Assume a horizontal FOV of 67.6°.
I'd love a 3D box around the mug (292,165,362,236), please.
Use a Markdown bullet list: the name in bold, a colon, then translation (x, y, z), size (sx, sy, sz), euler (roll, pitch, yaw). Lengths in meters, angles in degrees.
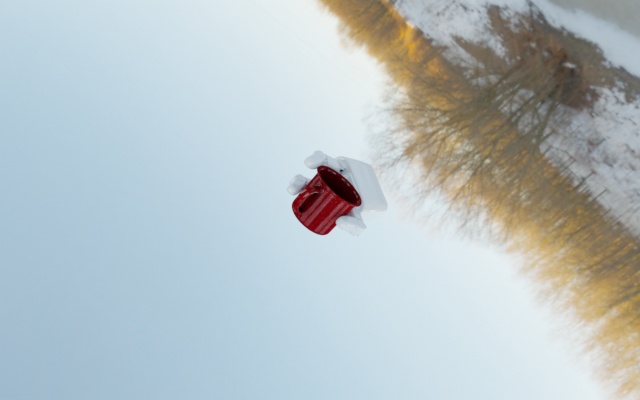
- **mug**: translation (-0.001, 0.003, 0.773), size (0.081, 0.093, 0.117), euler (-48, -26, 22)
